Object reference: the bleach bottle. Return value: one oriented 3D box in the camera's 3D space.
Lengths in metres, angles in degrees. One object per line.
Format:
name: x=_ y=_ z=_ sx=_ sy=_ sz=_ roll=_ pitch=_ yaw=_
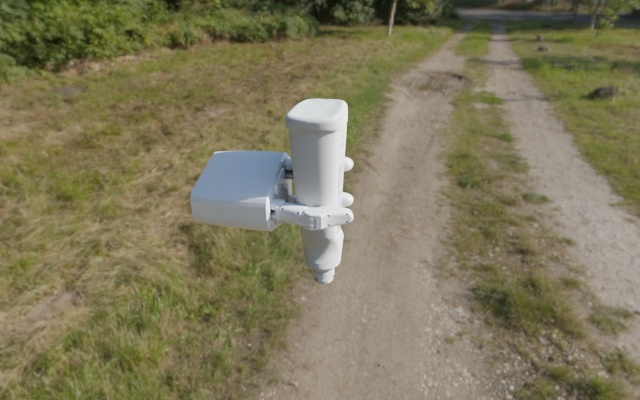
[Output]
bleach bottle: x=0.000 y=0.002 z=0.623 sx=0.068 sy=0.251 sz=0.102 roll=4 pitch=26 yaw=11
